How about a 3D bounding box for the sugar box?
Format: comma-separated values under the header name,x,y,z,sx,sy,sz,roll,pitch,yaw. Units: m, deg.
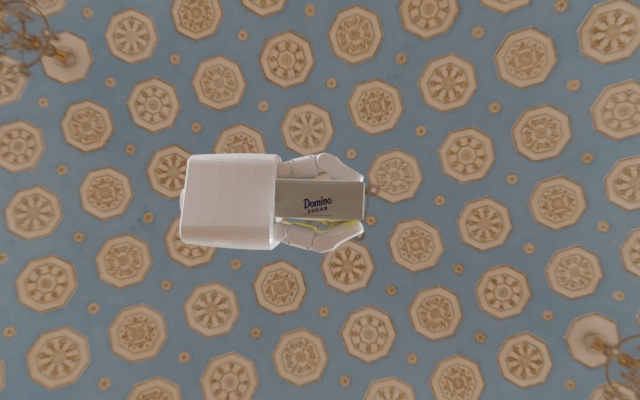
name,x,y,z,sx,sy,sz,roll,pitch,yaw
sugar box,0.000,0.002,0.561,0.093,0.048,0.176,2,1,2
